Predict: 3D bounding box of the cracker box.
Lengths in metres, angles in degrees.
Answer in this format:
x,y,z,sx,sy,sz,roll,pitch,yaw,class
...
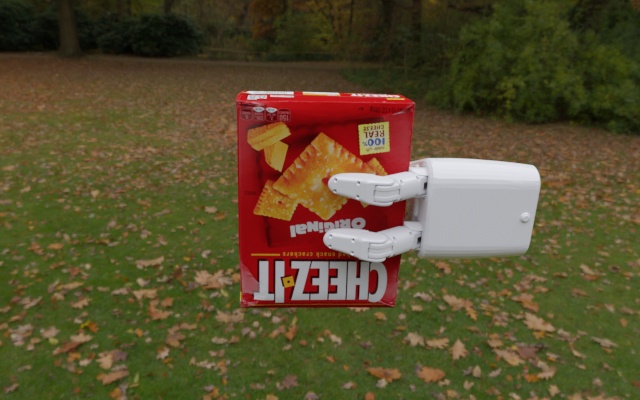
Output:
x,y,z,sx,sy,sz,roll,pitch,yaw,class
0.000,0.001,0.482,0.164,0.214,0.072,1,18,-4,cracker box
